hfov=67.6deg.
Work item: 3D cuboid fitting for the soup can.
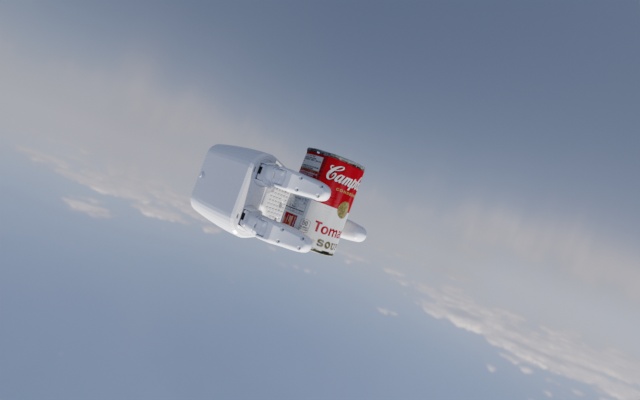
[{"bbox_3d":[0.000,0.002,0.520,0.068,0.102,0.068,20,-1,0],"label":"soup can"}]
